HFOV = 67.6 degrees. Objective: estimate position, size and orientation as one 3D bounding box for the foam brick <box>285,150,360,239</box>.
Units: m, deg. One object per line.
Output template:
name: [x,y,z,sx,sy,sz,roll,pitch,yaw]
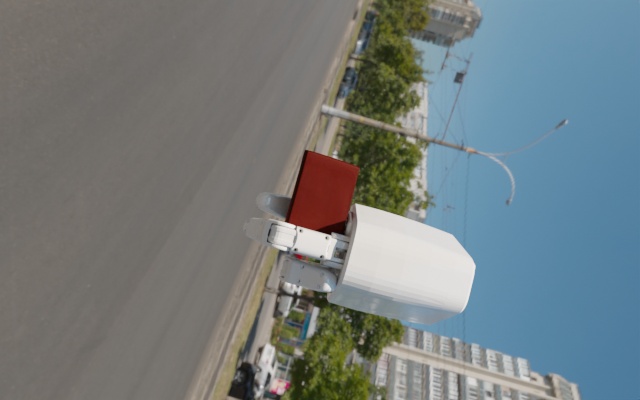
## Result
foam brick: [0.000,0.001,0.437,0.051,0.078,0.053,15,-5,0]
